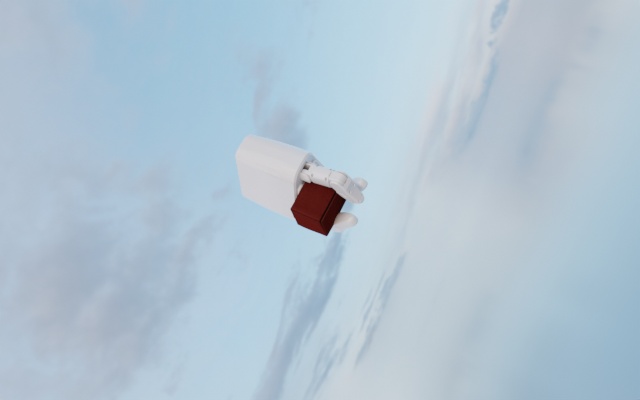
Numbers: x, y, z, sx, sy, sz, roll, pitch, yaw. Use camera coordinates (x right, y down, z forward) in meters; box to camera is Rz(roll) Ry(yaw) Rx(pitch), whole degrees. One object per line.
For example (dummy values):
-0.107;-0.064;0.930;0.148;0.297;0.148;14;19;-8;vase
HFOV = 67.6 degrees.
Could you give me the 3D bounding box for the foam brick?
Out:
0.000;0.002;0.690;0.051;0.078;0.053;20;-23;20;foam brick
